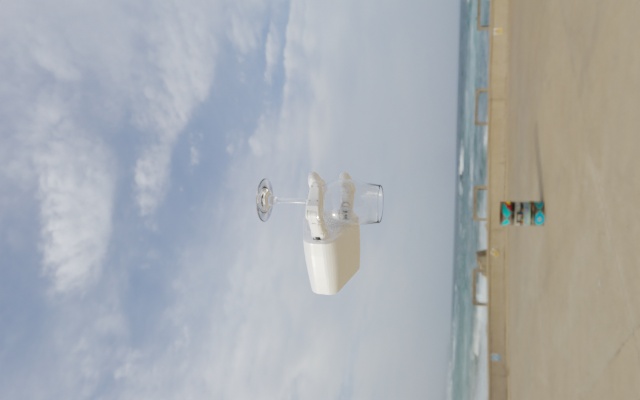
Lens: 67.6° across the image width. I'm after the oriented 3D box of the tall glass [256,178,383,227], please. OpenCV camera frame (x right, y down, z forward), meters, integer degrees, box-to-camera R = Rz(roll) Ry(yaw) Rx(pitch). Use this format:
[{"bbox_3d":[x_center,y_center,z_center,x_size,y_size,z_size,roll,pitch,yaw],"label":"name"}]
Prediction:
[{"bbox_3d":[-0.001,0.002,0.789,0.201,0.079,0.079,2,0,16],"label":"tall glass"}]
